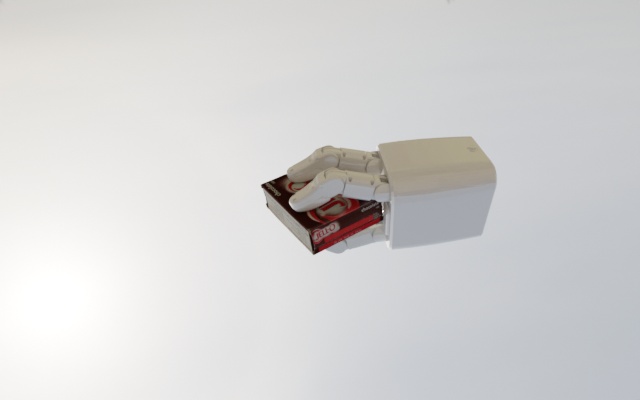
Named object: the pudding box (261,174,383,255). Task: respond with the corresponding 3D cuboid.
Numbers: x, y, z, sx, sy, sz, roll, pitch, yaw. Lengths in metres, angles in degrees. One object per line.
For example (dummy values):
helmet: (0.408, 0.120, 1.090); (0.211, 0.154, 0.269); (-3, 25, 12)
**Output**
pudding box: (0.000, 0.002, 0.521); (0.090, 0.039, 0.113); (-24, 35, -22)
